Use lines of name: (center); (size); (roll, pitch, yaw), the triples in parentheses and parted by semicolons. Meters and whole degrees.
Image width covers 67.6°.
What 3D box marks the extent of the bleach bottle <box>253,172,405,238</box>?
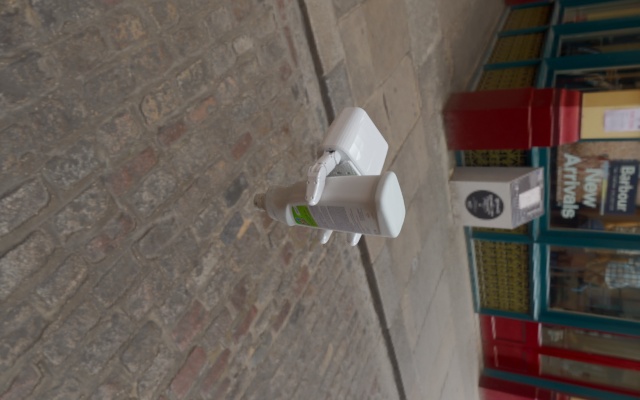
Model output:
bleach bottle: (0.000, 0.003, 0.755); (0.251, 0.068, 0.103); (3, -42, 28)
